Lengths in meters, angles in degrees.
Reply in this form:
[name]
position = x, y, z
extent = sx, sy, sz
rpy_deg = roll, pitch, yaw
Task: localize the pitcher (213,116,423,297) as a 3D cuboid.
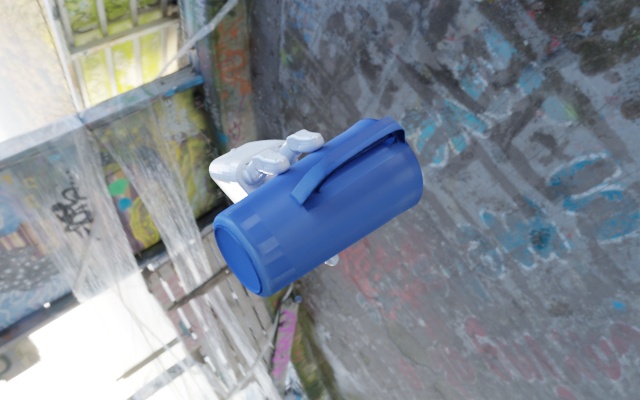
[pitcher]
position = 0.000, 0.002, 0.571
extent = 0.242, 0.149, 0.145
rpy_deg = -33, 26, -27
